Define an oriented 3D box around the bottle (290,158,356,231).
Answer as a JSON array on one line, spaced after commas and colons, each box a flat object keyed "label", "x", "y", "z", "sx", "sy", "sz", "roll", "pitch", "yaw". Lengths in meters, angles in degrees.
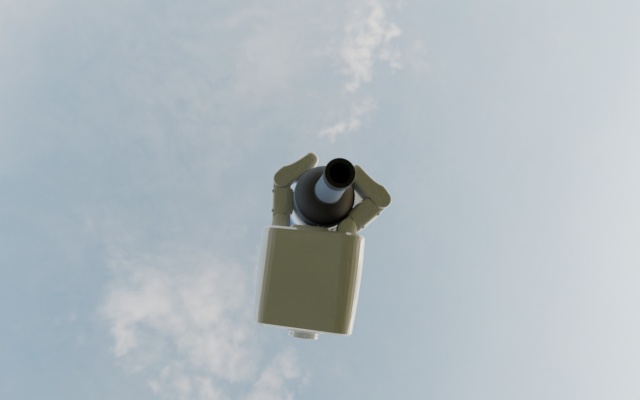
[{"label": "bottle", "x": 0.000, "y": 0.002, "z": 0.553, "sx": 0.069, "sy": 0.069, "sz": 0.296, "roll": 0, "pitch": -10, "yaw": -7}]
